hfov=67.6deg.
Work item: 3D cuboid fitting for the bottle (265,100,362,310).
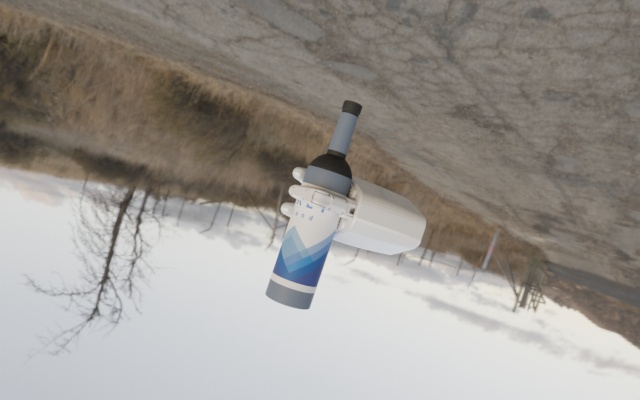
[{"bbox_3d":[0.000,0.002,0.675,0.069,0.295,0.069,18,-1,0],"label":"bottle"}]
